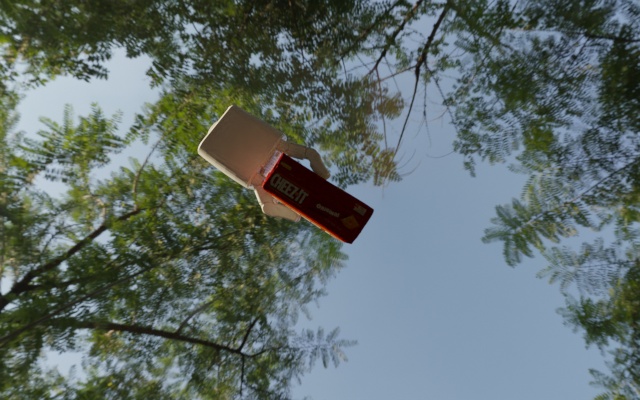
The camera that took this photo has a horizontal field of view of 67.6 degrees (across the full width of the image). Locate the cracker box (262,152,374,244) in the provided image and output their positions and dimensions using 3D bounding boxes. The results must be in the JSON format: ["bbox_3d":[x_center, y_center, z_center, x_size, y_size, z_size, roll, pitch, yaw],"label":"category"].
[{"bbox_3d":[0.000,0.003,0.810,0.164,0.072,0.214,32,0,4],"label":"cracker box"}]
